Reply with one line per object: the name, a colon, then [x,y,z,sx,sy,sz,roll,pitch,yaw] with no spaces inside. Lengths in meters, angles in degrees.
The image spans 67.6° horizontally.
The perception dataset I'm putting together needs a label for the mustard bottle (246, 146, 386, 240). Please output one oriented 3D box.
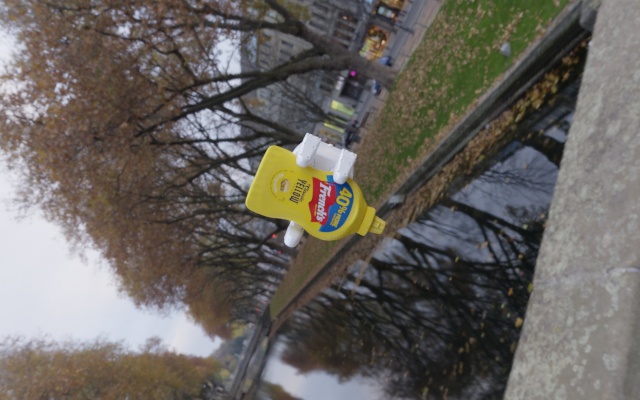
mustard bottle: [0.000,0.002,0.668,0.191,0.096,0.058,23,-5,-2]
